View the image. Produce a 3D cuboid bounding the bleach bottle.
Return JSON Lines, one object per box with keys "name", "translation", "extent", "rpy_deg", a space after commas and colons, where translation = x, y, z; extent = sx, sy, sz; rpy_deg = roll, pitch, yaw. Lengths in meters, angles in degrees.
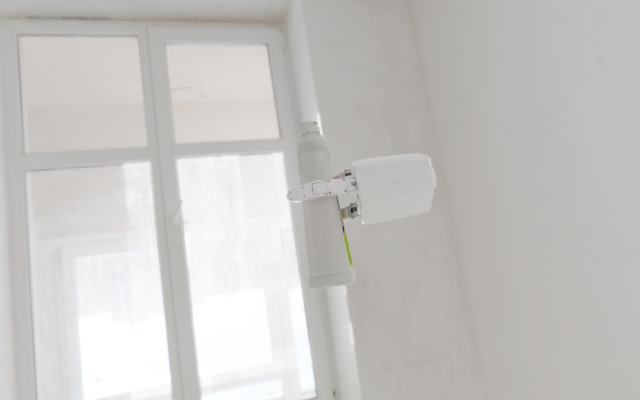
{"name": "bleach bottle", "translation": [0.000, 0.002, 0.714], "extent": [0.068, 0.250, 0.102], "rpy_deg": [-9, -9, 4]}
